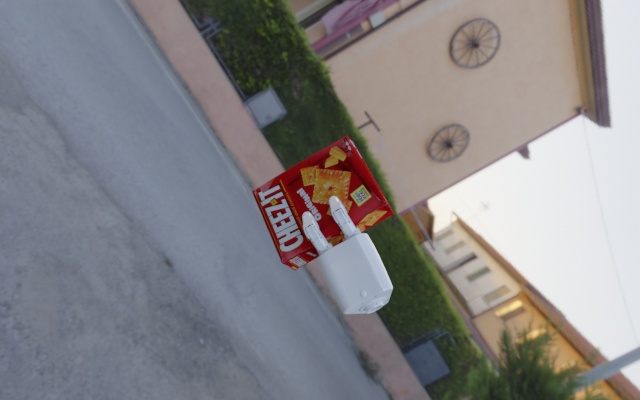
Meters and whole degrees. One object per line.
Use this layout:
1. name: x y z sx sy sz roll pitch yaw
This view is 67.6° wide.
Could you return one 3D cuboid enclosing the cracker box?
1. cracker box: 0.000 0.003 0.881 0.214 0.164 0.072 -30 -27 7
